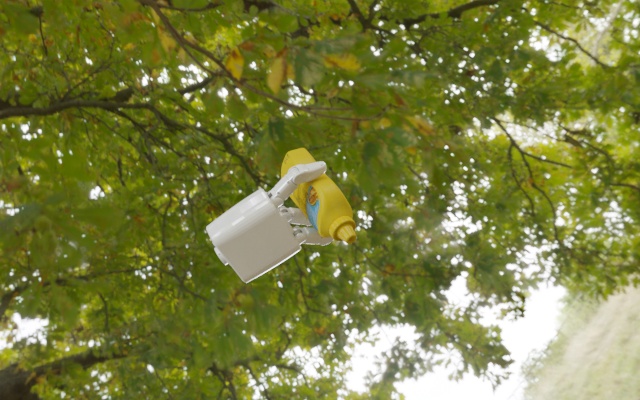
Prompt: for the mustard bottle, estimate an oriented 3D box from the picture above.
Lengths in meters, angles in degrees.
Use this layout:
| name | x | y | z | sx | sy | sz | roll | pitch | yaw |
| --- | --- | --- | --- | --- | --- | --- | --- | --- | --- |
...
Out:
| name | x | y | z | sx | sy | sz | roll | pitch | yaw |
| --- | --- | --- | --- | --- | --- | --- | --- | --- | --- |
| mustard bottle | 0.000 | 0.002 | 0.765 | 0.058 | 0.096 | 0.191 | -16 | 44 | -23 |
